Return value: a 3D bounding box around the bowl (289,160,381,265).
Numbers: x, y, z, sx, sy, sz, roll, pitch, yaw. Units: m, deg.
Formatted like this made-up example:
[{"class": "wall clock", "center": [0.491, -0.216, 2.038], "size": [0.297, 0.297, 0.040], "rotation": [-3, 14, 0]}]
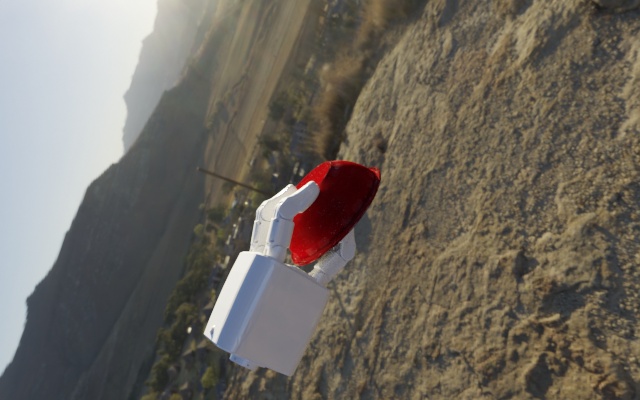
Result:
[{"class": "bowl", "center": [0.000, 0.001, 0.607], "size": [0.055, 0.162, 0.162], "rotation": [42, -14, -15]}]
